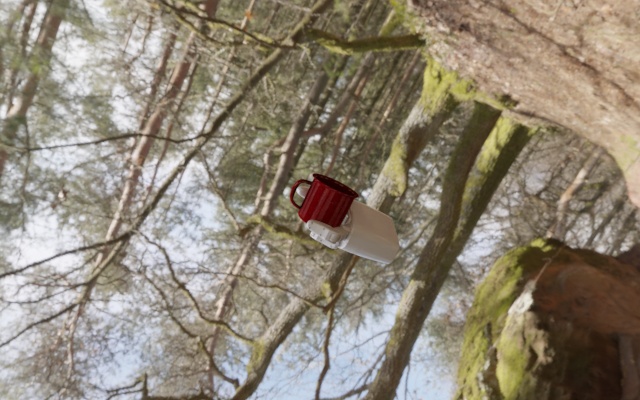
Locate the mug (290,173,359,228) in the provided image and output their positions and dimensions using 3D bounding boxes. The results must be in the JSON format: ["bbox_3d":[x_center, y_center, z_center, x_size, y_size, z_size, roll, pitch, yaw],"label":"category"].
[{"bbox_3d":[-0.001,0.003,0.866,0.117,0.081,0.093,22,13,-17],"label":"mug"}]
